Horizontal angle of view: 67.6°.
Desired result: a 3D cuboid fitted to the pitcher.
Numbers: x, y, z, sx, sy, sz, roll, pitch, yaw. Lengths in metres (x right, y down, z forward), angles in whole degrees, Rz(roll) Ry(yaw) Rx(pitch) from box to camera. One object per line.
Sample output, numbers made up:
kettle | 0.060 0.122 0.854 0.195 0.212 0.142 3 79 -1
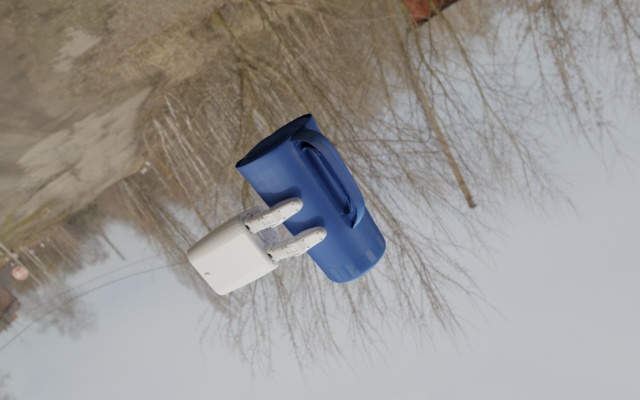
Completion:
pitcher | 0.000 0.002 0.706 0.145 0.243 0.149 -31 17 14
